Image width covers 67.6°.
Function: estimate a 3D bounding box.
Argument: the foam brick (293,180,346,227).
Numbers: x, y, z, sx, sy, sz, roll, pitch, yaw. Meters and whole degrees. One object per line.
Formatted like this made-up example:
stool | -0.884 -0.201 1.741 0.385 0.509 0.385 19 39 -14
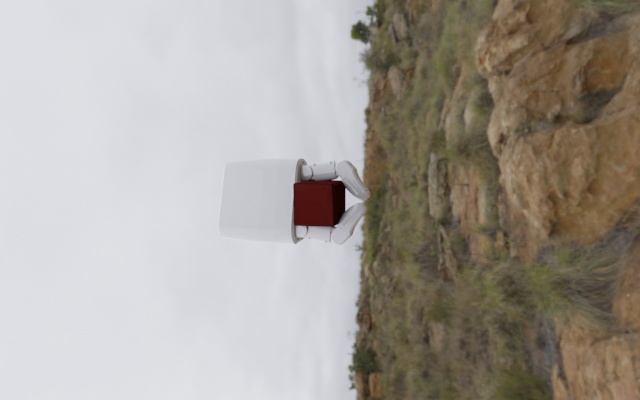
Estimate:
foam brick | 0.000 0.002 0.603 0.051 0.053 0.078 1 5 13
